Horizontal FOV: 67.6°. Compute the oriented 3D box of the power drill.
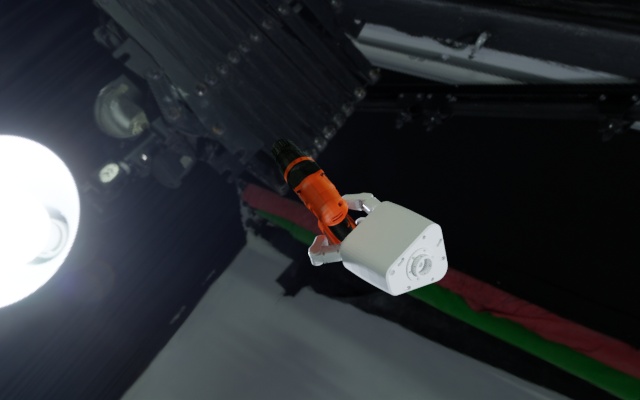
[{"bbox_3d":[0.000,0.003,0.757,0.057,0.184,0.188,-36,-39,0],"label":"power drill"}]
